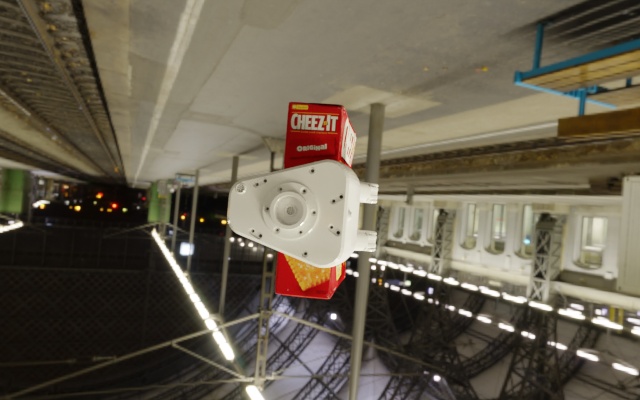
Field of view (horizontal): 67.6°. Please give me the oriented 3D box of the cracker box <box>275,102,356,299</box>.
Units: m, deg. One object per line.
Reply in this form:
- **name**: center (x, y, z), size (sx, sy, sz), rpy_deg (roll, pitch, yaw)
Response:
- **cracker box**: center (0.000, 0.002, 0.598), size (0.072, 0.213, 0.164), rpy_deg (5, -1, 8)
